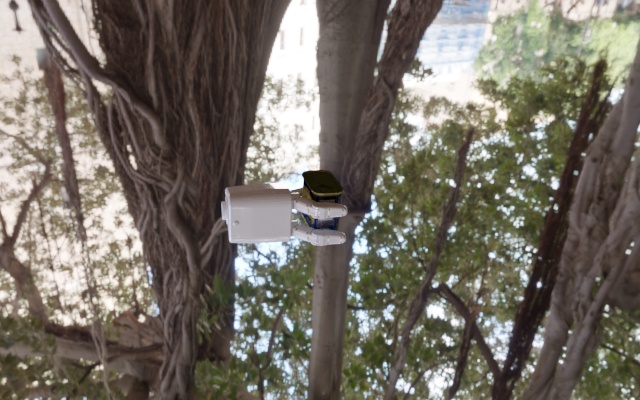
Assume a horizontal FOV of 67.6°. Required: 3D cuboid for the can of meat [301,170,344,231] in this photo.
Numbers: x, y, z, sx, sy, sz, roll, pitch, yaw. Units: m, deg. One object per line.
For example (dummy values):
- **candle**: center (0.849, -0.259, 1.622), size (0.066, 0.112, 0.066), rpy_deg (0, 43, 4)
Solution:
- **can of meat**: center (0.000, 0.003, 0.858), size (0.057, 0.084, 0.102), rpy_deg (-4, 27, -17)
